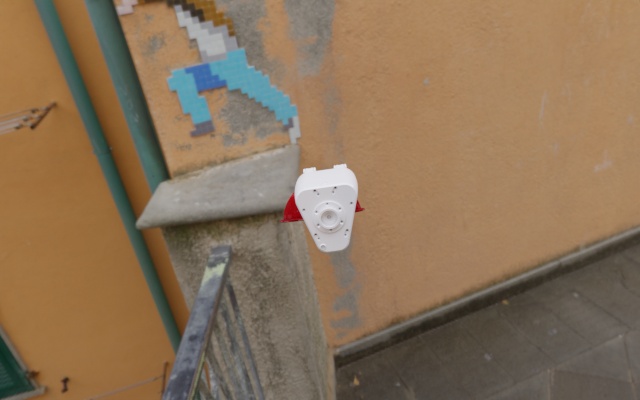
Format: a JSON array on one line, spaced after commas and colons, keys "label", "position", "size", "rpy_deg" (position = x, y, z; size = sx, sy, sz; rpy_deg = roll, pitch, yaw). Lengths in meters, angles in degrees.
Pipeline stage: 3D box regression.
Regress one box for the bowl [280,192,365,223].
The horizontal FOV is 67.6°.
[{"label": "bowl", "position": [0.000, 0.003, 0.901], "size": [0.162, 0.055, 0.162], "rpy_deg": [-8, 0, 0]}]
